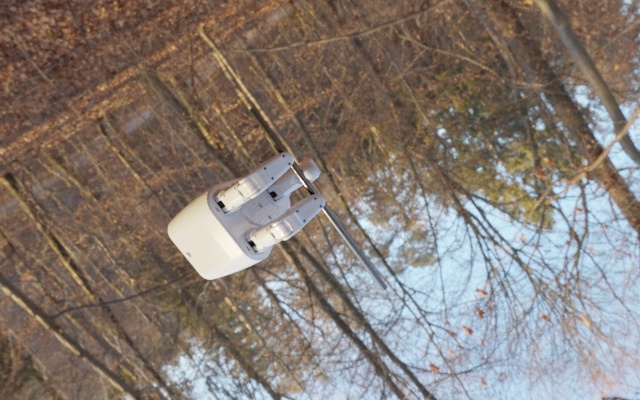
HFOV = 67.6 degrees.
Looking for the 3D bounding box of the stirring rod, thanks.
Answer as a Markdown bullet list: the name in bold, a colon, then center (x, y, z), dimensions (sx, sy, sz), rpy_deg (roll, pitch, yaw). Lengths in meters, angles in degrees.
- **stirring rod**: center (0.000, 0.002, 0.506), dimensions (0.011, 0.239, 0.011), rpy_deg (-35, 9, 7)
